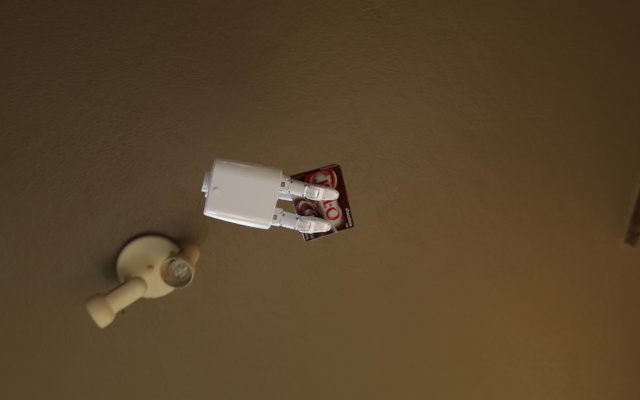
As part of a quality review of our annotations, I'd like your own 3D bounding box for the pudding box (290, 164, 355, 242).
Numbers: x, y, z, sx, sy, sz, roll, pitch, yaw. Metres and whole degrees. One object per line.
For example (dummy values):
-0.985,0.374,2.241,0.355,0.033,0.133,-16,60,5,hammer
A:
0.000,0.003,0.807,0.090,0.113,0.039,-17,17,-9,pudding box
